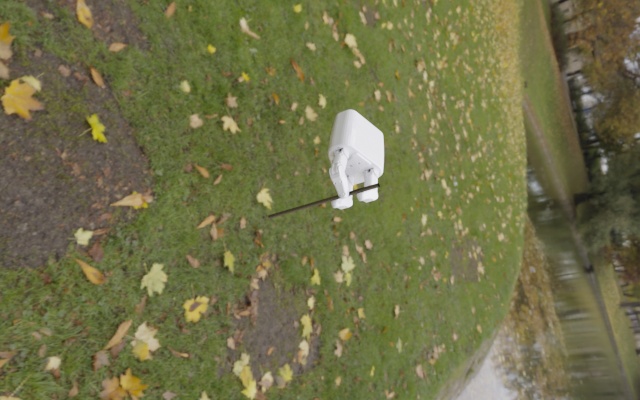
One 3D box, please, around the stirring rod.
[{"bbox_3d":[0.000,0.003,0.891,0.239,0.011,0.011,-16,-8,28],"label":"stirring rod"}]
